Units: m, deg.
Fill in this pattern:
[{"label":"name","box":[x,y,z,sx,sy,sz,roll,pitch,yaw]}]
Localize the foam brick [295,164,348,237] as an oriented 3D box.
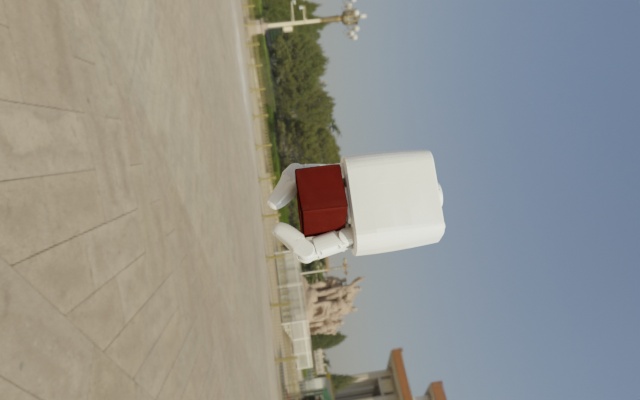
[{"label":"foam brick","box":[0.000,0.002,0.537,0.051,0.053,0.078,-7,-25,-4]}]
